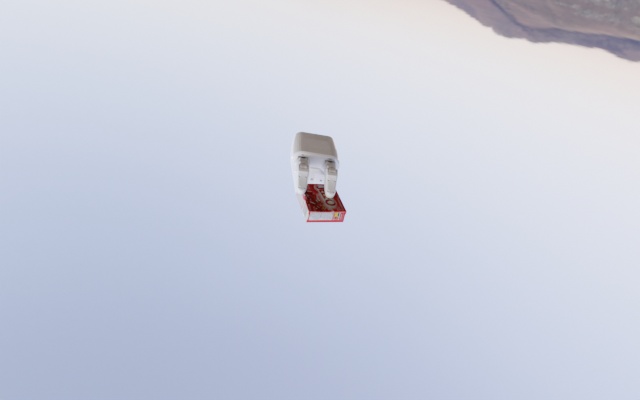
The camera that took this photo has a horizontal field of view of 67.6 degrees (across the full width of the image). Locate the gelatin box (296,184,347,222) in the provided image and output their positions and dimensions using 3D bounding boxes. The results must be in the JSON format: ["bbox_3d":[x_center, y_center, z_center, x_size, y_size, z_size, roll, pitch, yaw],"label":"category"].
[{"bbox_3d":[0.000,0.003,0.892,0.073,0.030,0.089,1,37,-19],"label":"gelatin box"}]
